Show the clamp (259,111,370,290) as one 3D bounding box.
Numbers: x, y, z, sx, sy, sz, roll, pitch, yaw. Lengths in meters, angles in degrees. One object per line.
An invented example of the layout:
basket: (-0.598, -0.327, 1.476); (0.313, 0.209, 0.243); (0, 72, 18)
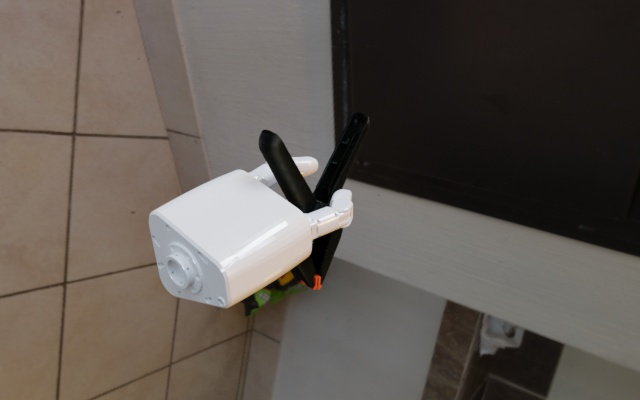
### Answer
clamp: (0.001, 0.003, 0.542); (0.036, 0.210, 0.164); (21, 35, 36)
